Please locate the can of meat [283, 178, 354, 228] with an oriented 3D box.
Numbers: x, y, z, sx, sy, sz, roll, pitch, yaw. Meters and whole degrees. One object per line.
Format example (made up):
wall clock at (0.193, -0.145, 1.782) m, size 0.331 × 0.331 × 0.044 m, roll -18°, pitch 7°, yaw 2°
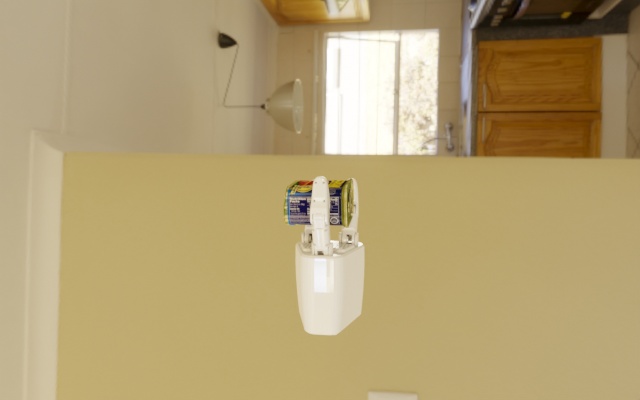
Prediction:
can of meat at (0.000, 0.002, 0.659) m, size 0.084 × 0.057 × 0.102 m, roll 0°, pitch 10°, yaw 9°
